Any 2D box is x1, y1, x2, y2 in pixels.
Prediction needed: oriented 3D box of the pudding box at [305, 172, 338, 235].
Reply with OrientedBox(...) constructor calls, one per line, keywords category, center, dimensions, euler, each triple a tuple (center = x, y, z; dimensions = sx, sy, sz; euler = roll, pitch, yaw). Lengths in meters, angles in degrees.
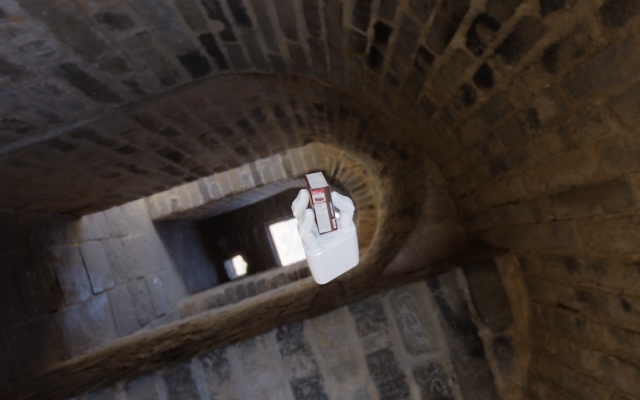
OrientedBox(category="pudding box", center=(0.000, 0.003, 0.891), dimensions=(0.039, 0.090, 0.113), euler=(-14, 17, -5))
